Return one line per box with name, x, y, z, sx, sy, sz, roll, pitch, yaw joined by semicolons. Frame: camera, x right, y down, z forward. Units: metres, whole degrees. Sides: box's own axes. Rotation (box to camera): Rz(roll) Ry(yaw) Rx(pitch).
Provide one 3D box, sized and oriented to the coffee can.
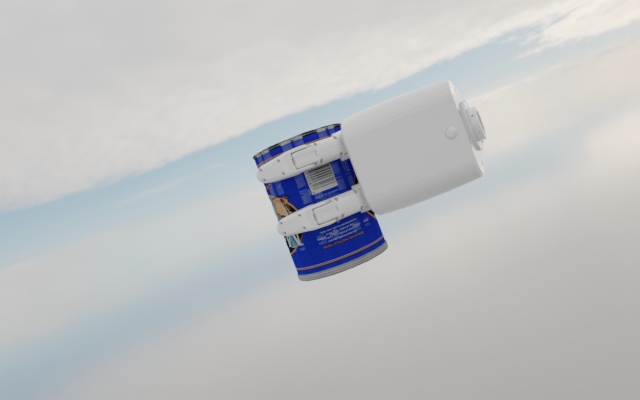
coffee can;0.000;0.002;0.512;0.103;0.140;0.103;-21;2;1
